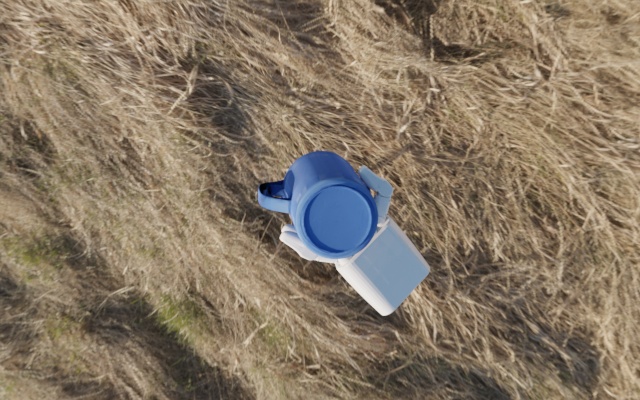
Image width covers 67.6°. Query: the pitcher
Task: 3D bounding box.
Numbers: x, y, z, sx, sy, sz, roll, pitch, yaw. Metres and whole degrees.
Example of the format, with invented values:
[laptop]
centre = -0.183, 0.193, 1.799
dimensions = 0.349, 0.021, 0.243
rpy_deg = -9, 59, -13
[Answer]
[pitcher]
centre = 0.000, 0.002, 0.714
dimensions = 0.149, 0.145, 0.242
rpy_deg = -41, 11, 3
